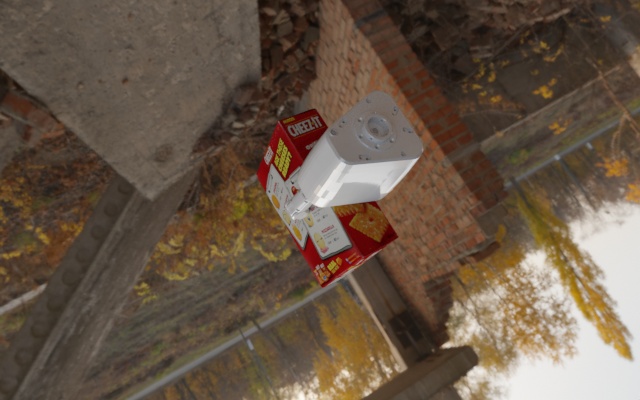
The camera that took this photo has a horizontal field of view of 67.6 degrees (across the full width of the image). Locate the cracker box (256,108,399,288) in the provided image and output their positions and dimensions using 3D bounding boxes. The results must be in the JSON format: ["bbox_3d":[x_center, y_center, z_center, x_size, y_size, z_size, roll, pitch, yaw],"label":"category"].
[{"bbox_3d":[0.000,0.002,0.692,0.072,0.213,0.164,-25,-14,-27],"label":"cracker box"}]
